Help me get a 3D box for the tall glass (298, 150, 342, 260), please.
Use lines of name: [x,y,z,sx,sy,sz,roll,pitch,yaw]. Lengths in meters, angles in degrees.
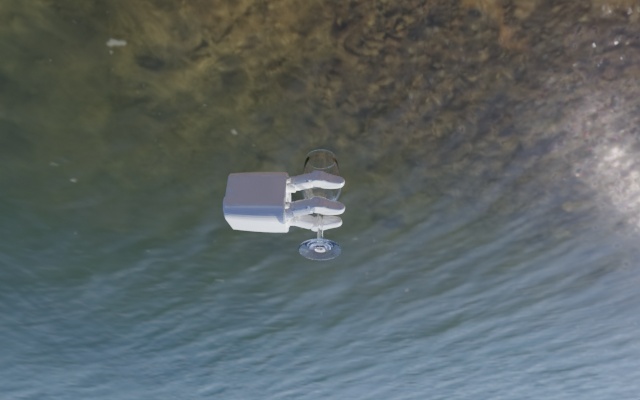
tall glass: [0.000,0.003,0.875,0.079,0.201,0.079,1,-34,1]
